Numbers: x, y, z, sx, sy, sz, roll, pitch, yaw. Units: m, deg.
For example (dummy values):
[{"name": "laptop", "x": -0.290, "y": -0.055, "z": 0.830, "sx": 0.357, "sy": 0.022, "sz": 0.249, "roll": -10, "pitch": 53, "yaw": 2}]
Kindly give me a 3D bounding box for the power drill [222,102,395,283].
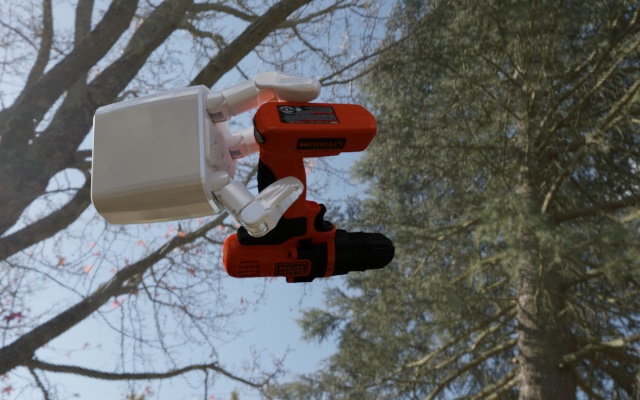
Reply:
[{"name": "power drill", "x": 0.000, "y": 0.001, "z": 0.464, "sx": 0.184, "sy": 0.188, "sz": 0.057, "roll": -2, "pitch": 35, "yaw": -15}]
